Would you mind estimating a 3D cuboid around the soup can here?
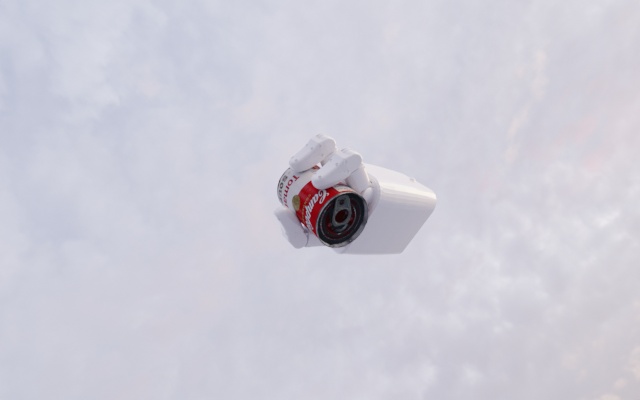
[{"bbox_3d":[-0.001,0.002,0.560,0.068,0.068,0.102,0,24,-33],"label":"soup can"}]
